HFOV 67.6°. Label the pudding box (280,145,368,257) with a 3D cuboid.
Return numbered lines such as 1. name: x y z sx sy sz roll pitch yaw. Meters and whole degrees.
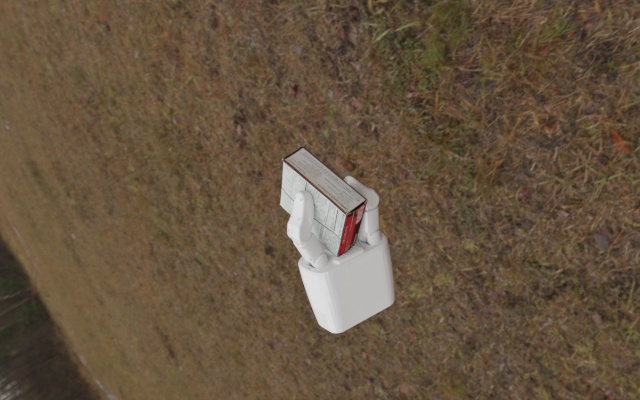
1. pudding box: 0.000 0.002 0.580 0.113 0.090 0.039 40 56 22
